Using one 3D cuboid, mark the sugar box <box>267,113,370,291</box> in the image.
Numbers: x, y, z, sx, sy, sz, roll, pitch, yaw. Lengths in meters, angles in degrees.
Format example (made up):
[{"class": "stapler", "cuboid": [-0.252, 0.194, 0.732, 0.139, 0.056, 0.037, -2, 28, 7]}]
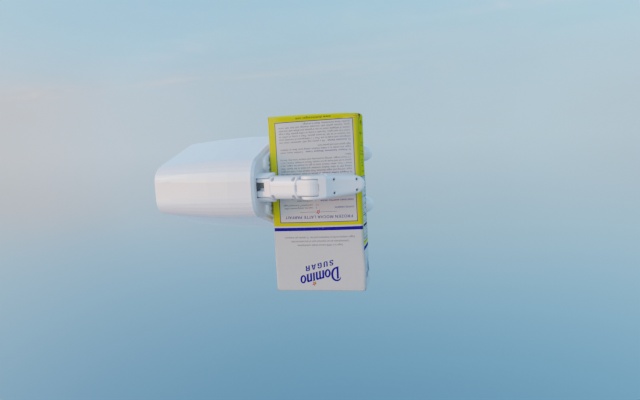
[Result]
[{"class": "sugar box", "cuboid": [0.000, 0.001, 0.487, 0.093, 0.176, 0.048, -1, 7, 12]}]
